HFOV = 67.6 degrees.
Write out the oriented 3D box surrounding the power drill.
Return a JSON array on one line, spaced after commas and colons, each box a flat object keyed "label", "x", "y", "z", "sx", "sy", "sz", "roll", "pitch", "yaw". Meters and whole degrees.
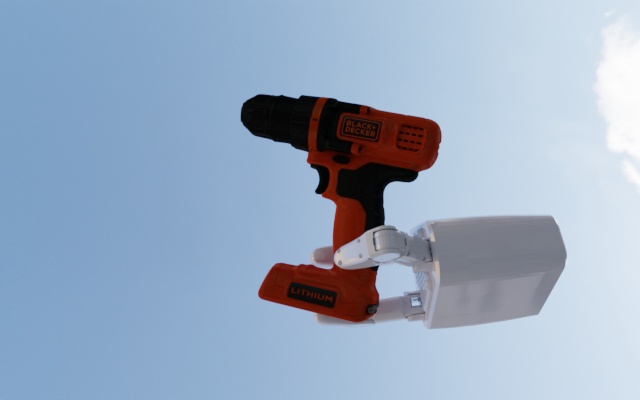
[{"label": "power drill", "x": 0.000, "y": 0.002, "z": 0.427, "sx": 0.184, "sy": 0.187, "sz": 0.057, "roll": 12, "pitch": 1, "yaw": 15}]
